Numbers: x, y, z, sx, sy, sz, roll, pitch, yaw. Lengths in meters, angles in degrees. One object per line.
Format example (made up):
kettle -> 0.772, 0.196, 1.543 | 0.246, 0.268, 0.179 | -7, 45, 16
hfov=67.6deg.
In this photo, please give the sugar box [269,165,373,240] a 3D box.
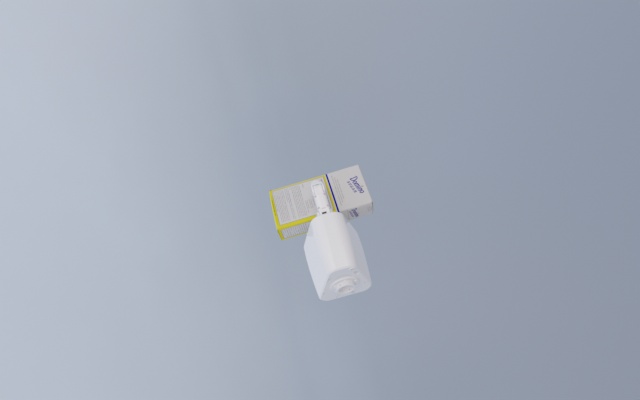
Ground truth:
sugar box -> 0.000, 0.003, 0.874 | 0.176, 0.093, 0.048 | -14, -35, -3
